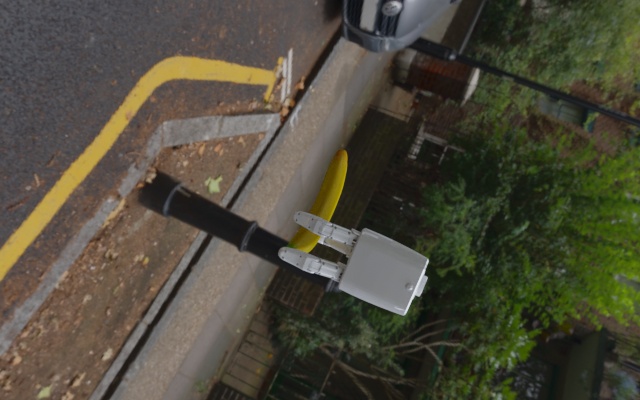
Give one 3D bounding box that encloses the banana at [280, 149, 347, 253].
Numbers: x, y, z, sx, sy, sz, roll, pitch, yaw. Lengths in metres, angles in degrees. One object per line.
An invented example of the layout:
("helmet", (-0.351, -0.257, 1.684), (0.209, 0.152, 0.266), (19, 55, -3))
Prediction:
("banana", (0.000, 0.013, 0.761), (0.037, 0.197, 0.070), (23, -19, 14))
